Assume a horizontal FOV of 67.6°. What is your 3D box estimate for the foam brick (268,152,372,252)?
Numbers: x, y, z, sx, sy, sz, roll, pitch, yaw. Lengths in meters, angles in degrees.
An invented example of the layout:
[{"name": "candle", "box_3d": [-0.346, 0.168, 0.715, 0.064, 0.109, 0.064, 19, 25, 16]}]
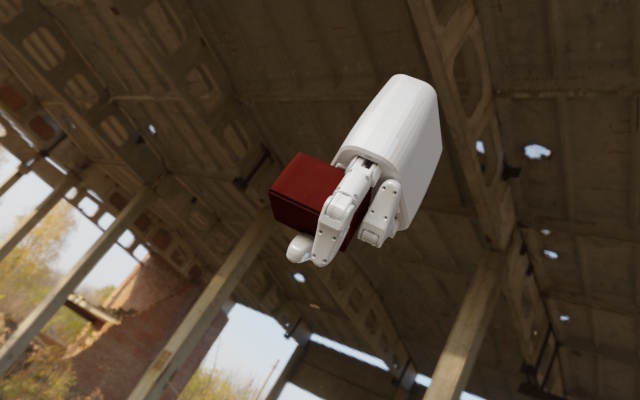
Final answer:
[{"name": "foam brick", "box_3d": [0.000, 0.001, 0.438, 0.078, 0.051, 0.053, 24, -28, 14]}]
